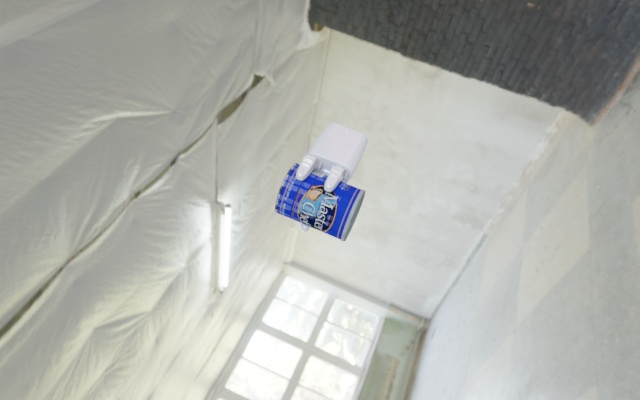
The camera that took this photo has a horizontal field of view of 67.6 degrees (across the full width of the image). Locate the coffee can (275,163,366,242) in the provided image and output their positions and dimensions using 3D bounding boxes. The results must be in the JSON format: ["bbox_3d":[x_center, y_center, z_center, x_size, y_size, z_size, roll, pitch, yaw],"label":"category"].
[{"bbox_3d":[0.000,0.003,0.892,0.140,0.103,0.103,22,3,9],"label":"coffee can"}]
